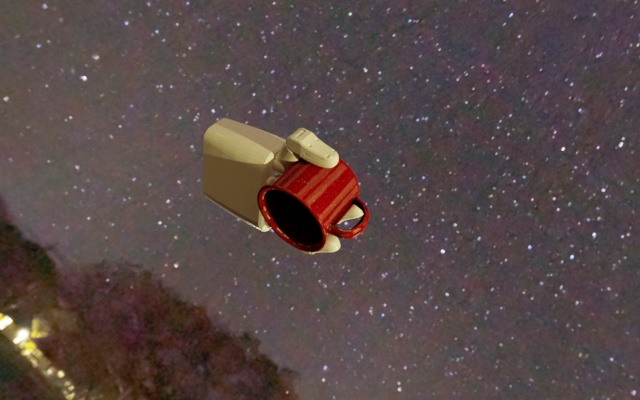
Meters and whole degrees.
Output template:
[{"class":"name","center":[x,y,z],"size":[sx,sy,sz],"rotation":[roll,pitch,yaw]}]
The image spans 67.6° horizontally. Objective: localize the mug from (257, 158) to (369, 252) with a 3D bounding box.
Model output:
[{"class":"mug","center":[0.001,0.002,0.530],"size":[0.117,0.093,0.081],"rotation":[26,53,25]}]
